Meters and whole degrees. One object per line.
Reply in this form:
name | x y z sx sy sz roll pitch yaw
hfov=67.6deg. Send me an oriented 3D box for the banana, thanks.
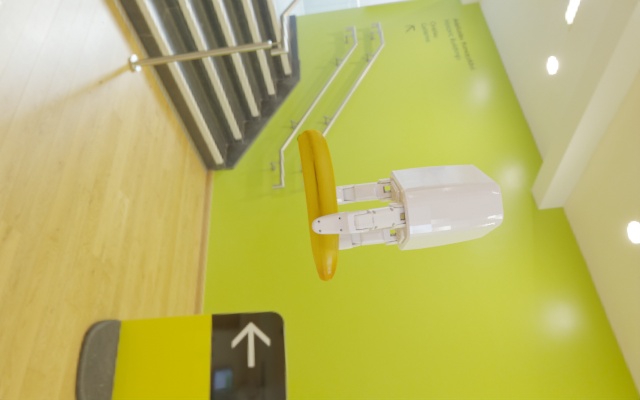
banana | -0.001 -0.009 0.557 0.037 0.197 0.070 -7 -23 -3
